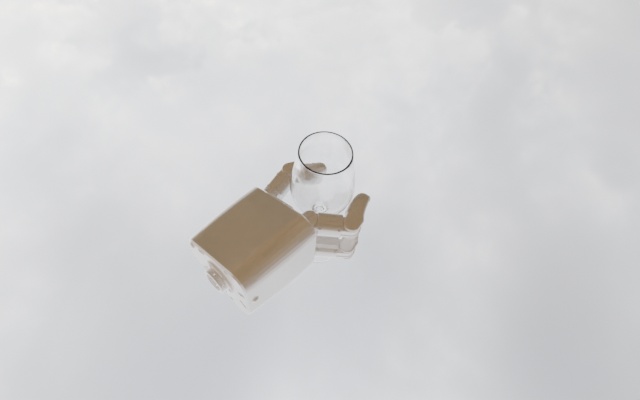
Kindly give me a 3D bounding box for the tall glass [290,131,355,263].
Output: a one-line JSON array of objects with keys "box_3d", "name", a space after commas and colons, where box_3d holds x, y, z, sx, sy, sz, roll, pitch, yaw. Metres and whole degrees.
[{"box_3d": [0.000, 0.002, 0.605, 0.079, 0.079, 0.201, 0, -34, -4], "name": "tall glass"}]
